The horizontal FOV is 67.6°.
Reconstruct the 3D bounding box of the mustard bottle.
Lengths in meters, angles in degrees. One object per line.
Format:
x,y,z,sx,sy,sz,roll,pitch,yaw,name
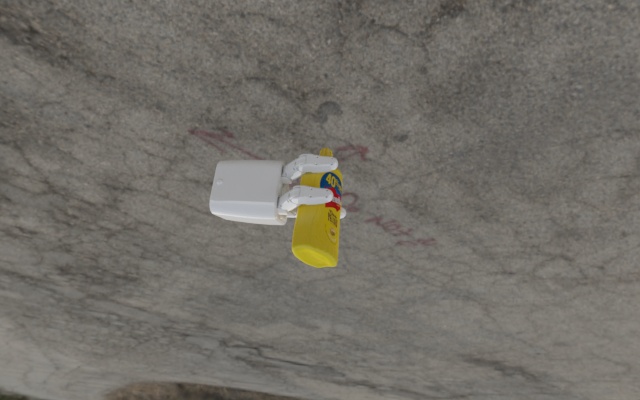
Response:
0.000,0.003,0.754,0.058,0.191,0.096,-8,-29,27,mustard bottle
